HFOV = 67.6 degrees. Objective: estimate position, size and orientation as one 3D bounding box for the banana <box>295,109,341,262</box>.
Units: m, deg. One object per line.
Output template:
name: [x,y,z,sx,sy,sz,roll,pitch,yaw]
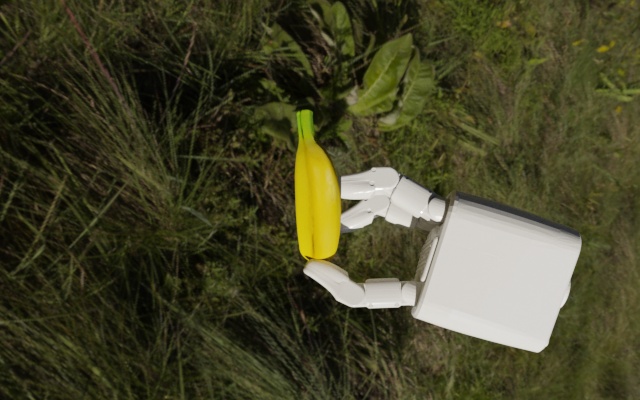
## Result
banana: [-0.001,0.015,0.418,0.037,0.069,0.198,2,-36,2]
